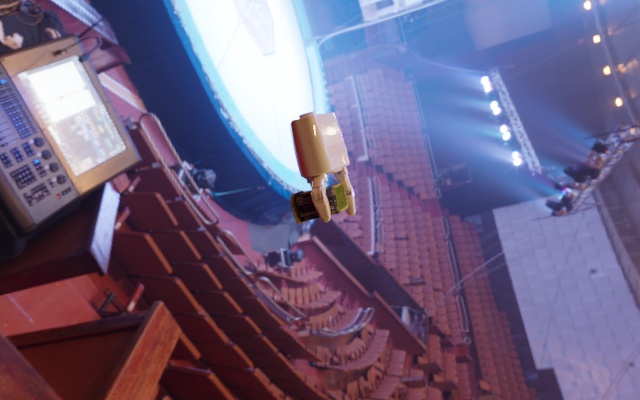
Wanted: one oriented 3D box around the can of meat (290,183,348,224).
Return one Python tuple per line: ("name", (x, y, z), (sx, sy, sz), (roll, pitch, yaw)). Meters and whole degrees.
("can of meat", (0.000, 0.003, 0.892), (0.084, 0.057, 0.102), (-14, 3, 14))
